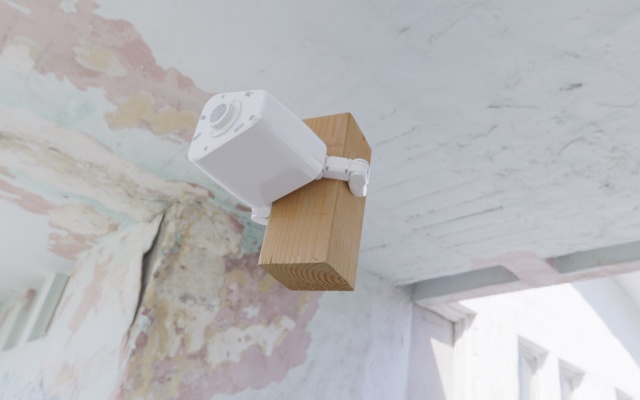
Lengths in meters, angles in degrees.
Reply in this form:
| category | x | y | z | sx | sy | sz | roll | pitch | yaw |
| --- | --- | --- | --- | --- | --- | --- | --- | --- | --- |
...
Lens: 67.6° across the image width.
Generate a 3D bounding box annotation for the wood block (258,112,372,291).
| category | x | y | z | sx | sy | sz | roll | pitch | yaw |
| --- | --- | --- | --- | --- | --- | --- | --- | --- | --- |
| wood block | 0.000 | 0.002 | 0.603 | 0.091 | 0.206 | 0.090 | -4 | -31 | 25 |
